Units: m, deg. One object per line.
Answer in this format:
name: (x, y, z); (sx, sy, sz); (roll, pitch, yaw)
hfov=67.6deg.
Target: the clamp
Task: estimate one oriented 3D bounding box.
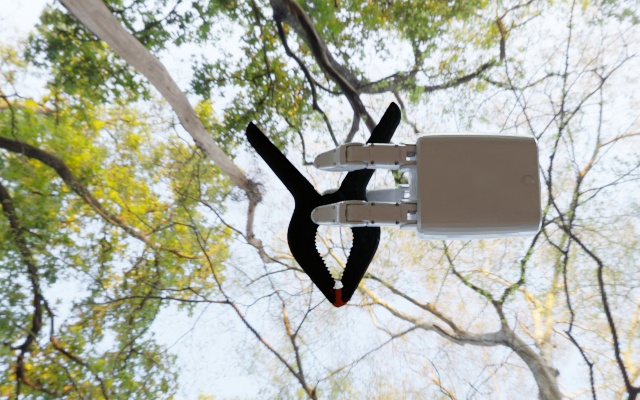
clamp: (0.000, 0.002, 0.489); (0.164, 0.210, 0.036); (0, -10, 9)
